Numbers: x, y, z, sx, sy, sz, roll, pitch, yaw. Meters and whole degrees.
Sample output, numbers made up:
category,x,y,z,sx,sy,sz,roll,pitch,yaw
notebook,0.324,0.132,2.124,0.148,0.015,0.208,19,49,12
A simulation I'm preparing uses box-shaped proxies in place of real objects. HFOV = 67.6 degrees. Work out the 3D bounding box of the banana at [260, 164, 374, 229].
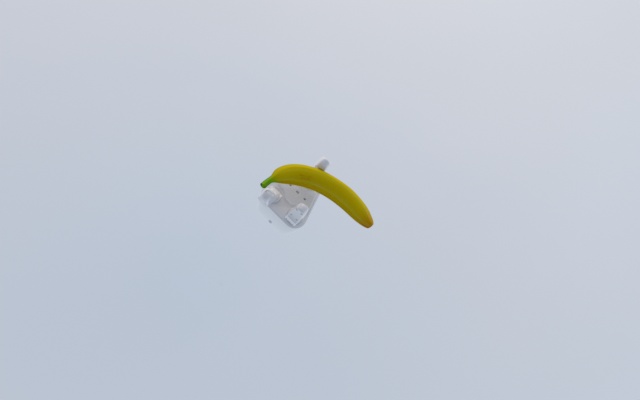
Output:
category,x,y,z,sx,sy,sz,roll,pitch,yaw
banana,0.002,-0.016,0.786,0.198,0.069,0.037,20,-19,-9
